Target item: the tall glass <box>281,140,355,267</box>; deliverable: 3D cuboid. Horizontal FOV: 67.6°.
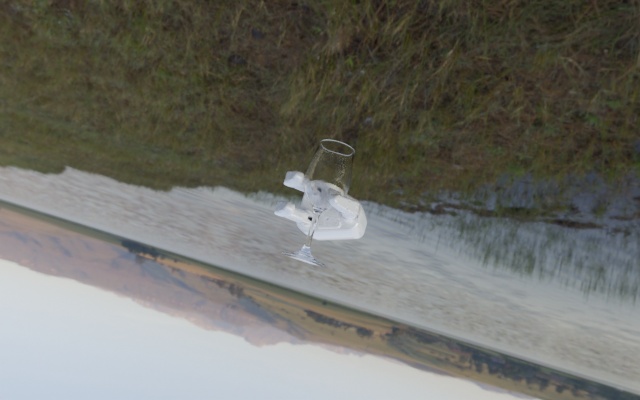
[{"bbox_3d":[0.000,0.003,0.790,0.079,0.201,0.079,16,-11,3],"label":"tall glass"}]
